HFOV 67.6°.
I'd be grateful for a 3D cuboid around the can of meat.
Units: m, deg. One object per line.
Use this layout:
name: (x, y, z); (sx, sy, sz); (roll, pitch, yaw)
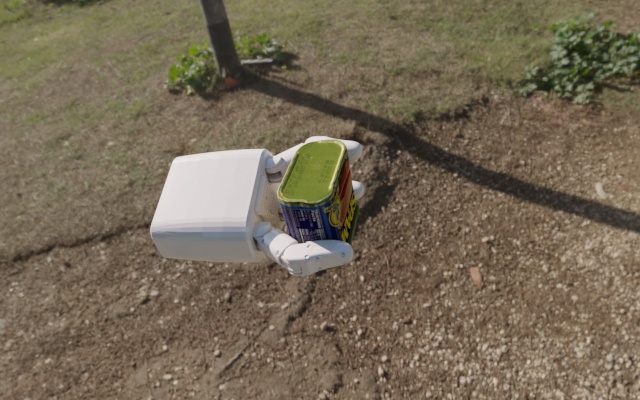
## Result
can of meat: (0.000, 0.001, 0.466); (0.057, 0.084, 0.102); (1, 41, 16)
